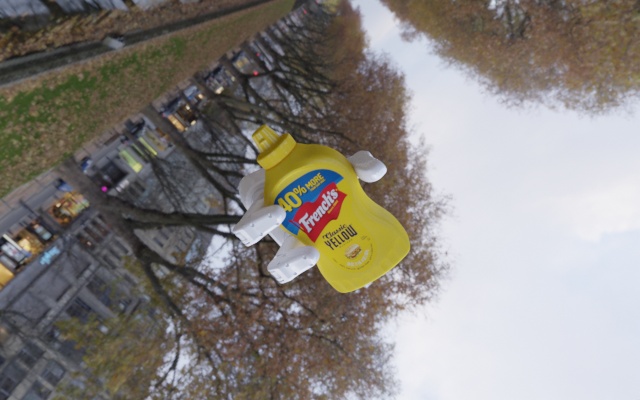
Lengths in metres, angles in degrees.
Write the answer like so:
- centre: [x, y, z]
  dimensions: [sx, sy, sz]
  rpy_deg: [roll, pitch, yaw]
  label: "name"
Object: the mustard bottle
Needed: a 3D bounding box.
- centre: [0.000, 0.002, 0.483]
  dimensions: [0.096, 0.192, 0.058]
  rpy_deg: [-35, 19, 18]
  label: "mustard bottle"
